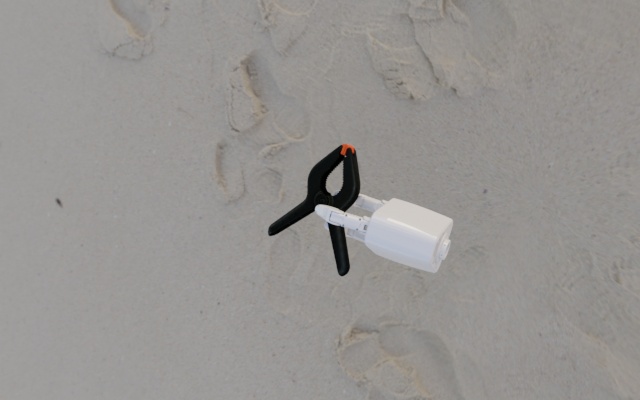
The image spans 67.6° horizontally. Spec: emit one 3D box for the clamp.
[{"bbox_3d":[0.000,0.002,0.802,0.164,0.210,0.036,19,8,24],"label":"clamp"}]
